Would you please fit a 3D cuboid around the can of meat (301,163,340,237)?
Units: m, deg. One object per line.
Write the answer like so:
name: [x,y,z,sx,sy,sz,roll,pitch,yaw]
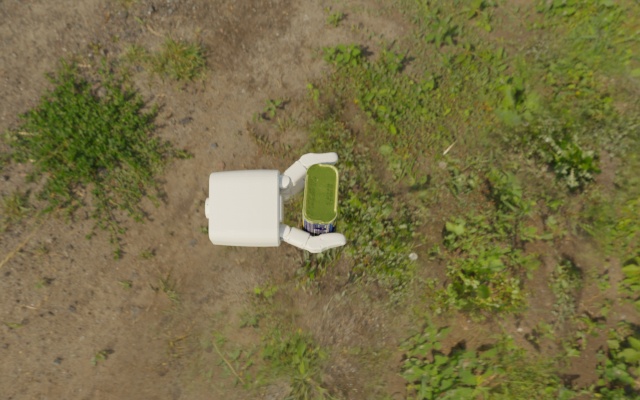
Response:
can of meat: [0.000,0.002,0.744,0.057,0.102,0.084,3,-21,0]
